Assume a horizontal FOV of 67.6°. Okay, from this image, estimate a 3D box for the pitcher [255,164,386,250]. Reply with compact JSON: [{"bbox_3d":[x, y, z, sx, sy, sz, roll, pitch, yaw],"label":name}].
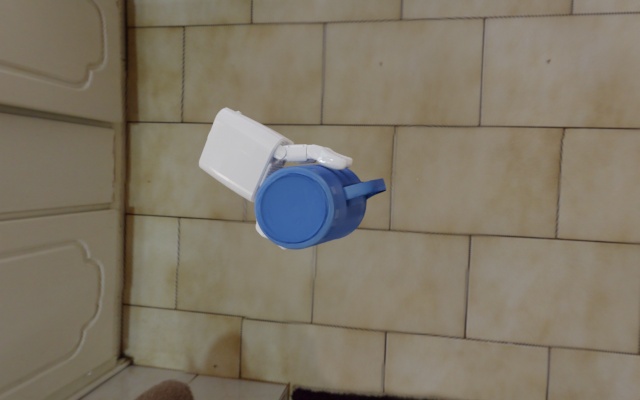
[{"bbox_3d":[0.000,0.002,0.720,0.145,0.149,0.243,30,8,9],"label":"pitcher"}]
